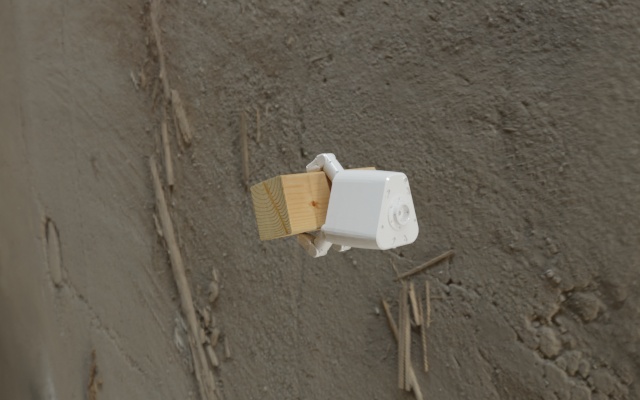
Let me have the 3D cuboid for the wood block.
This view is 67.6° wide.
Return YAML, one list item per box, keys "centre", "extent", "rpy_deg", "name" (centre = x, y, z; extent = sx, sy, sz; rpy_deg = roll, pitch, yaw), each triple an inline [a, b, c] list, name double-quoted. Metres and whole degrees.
- centre: [0.000, 0.002, 0.797]
  extent: [0.206, 0.091, 0.090]
  rpy_deg: [-8, -6, -41]
  name: "wood block"
